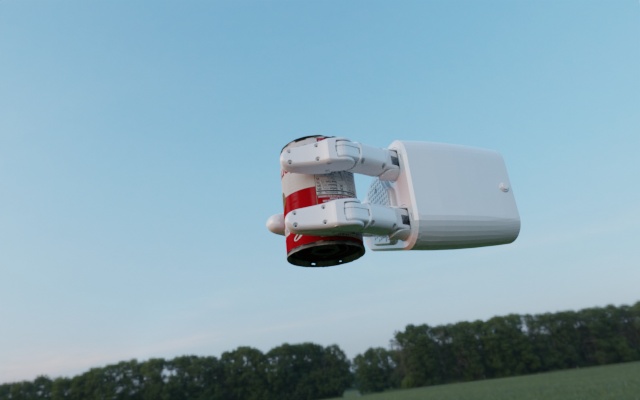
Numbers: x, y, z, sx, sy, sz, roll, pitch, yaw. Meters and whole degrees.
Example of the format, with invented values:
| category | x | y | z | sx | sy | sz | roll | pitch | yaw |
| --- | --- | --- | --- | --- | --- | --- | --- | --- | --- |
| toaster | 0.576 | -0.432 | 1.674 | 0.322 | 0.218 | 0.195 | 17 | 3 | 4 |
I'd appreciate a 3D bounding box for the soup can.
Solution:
| category | x | y | z | sx | sy | sz | roll | pitch | yaw |
| --- | --- | --- | --- | --- | --- | --- | --- | --- | --- |
| soup can | 0.000 | 0.001 | 0.425 | 0.068 | 0.102 | 0.068 | -5 | -23 | -2 |
